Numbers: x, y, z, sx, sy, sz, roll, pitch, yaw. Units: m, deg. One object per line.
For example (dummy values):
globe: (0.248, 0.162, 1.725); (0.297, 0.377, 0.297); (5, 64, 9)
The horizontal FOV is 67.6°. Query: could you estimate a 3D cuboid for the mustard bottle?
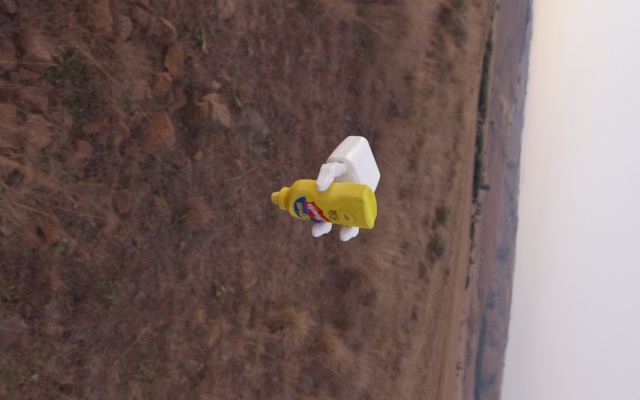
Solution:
mustard bottle: (0.000, 0.003, 0.859); (0.191, 0.058, 0.096); (6, -32, 21)
